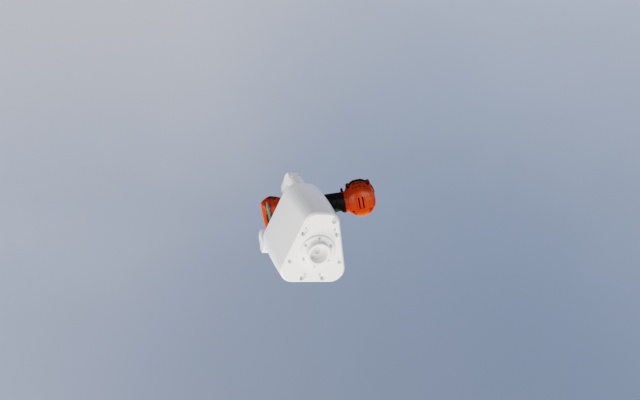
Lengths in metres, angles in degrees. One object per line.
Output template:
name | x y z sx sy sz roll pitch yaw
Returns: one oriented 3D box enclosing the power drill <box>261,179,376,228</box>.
power drill | 0.000 0.003 0.814 0.187 0.057 0.184 -13 6 4
